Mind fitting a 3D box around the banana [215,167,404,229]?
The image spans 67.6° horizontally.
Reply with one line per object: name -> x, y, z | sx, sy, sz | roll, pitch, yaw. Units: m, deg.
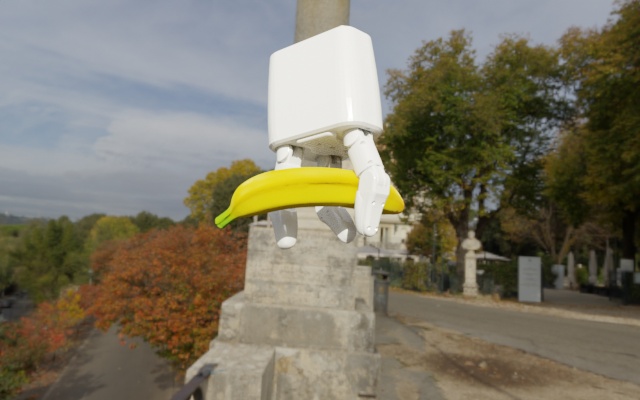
banana -> 0.003, -0.006, 0.455 | 0.198, 0.037, 0.070 | -2, -22, -20
